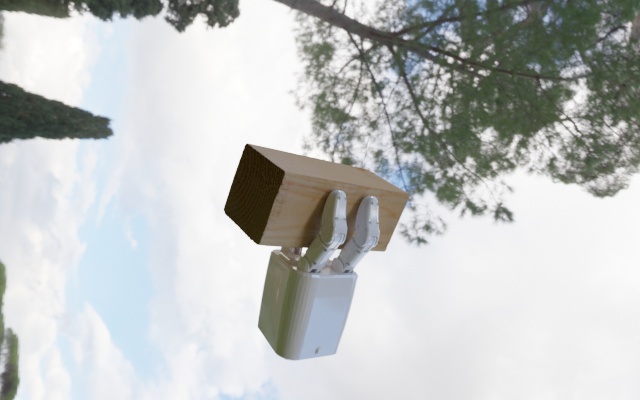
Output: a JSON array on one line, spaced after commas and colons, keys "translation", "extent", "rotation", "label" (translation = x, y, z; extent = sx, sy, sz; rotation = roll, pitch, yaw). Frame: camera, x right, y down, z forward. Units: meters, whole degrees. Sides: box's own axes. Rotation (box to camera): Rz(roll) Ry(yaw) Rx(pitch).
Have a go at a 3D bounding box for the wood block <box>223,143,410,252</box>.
[{"translation": [0.000, 0.002, 0.592], "extent": [0.206, 0.090, 0.090], "rotation": [8, 19, -42], "label": "wood block"}]
